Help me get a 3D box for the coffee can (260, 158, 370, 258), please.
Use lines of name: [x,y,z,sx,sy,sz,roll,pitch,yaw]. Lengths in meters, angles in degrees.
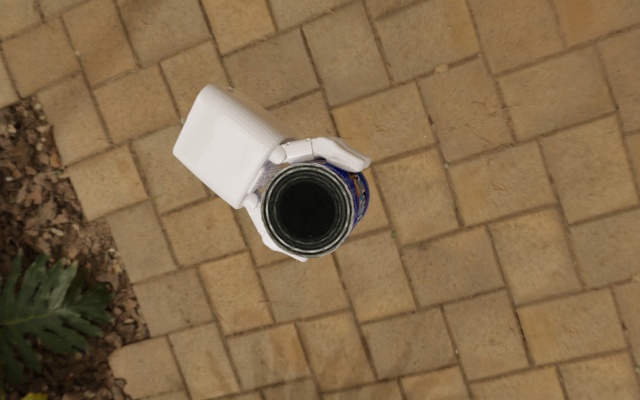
coffee can: [0.000,0.002,0.567,0.103,0.103,0.140,0,7,12]
